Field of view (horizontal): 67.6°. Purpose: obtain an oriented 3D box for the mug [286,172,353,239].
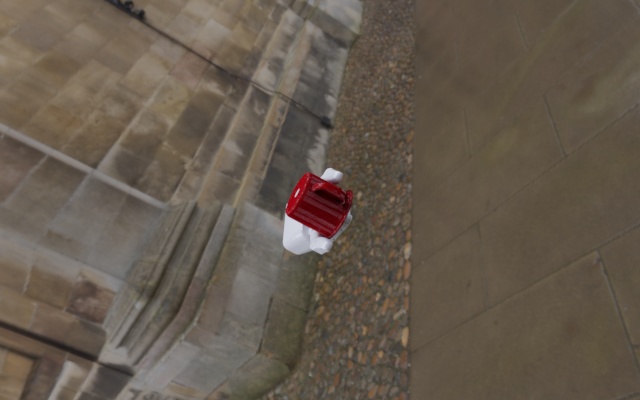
[{"bbox_3d":[0.000,0.002,0.775,0.081,0.093,0.117,27,-27,-14],"label":"mug"}]
